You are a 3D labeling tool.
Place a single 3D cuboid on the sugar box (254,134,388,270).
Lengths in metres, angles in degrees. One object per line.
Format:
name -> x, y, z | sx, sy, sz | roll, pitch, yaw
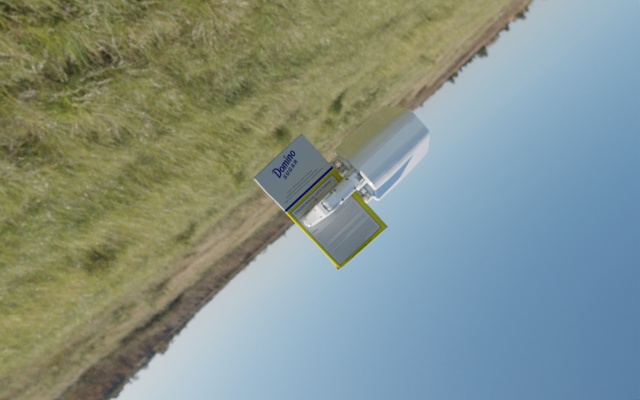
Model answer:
sugar box -> 0.000, 0.002, 0.671 | 0.093, 0.176, 0.048 | -42, 1, 1
